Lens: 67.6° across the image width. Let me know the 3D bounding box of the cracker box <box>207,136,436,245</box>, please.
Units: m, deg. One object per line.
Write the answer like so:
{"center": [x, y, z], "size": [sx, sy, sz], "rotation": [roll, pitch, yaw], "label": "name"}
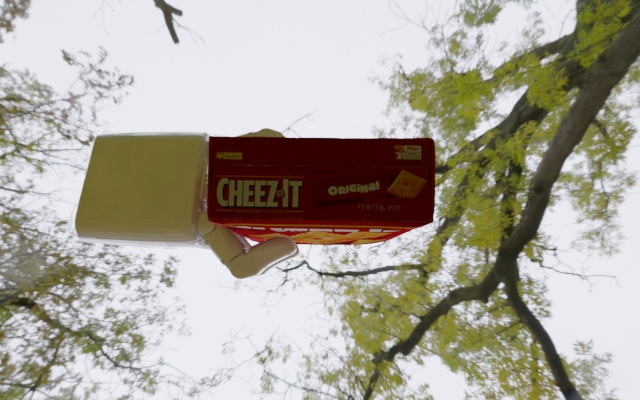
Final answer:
{"center": [0.000, 0.001, 0.440], "size": [0.164, 0.072, 0.214], "rotation": [0, -8, 0], "label": "cracker box"}
